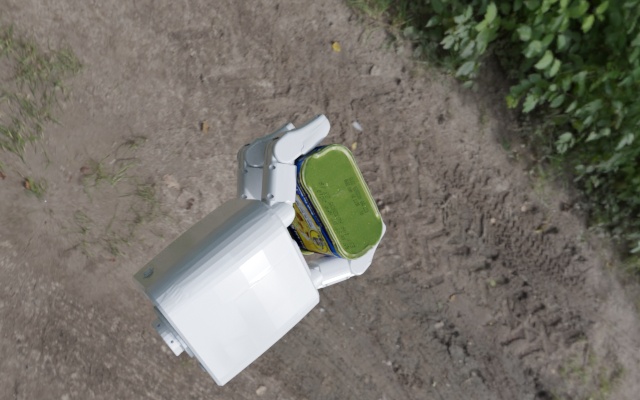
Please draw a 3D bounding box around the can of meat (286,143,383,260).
[{"bbox_3d":[0.000,0.001,0.422,0.057,0.102,0.084,-35,17,-25],"label":"can of meat"}]
